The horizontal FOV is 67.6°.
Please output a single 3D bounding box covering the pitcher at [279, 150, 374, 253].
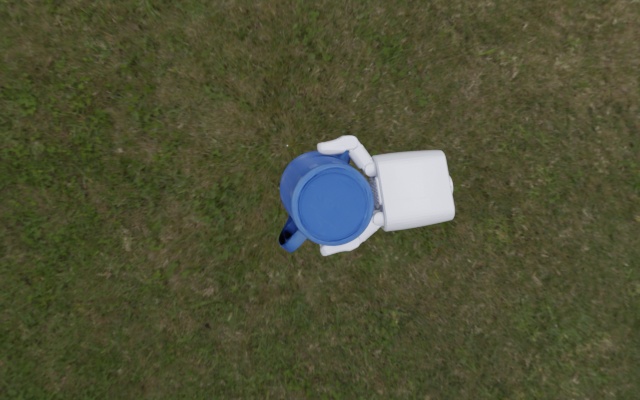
[{"bbox_3d":[0.000,0.002,0.718,0.145,0.149,0.243,-8,7,-4],"label":"pitcher"}]
